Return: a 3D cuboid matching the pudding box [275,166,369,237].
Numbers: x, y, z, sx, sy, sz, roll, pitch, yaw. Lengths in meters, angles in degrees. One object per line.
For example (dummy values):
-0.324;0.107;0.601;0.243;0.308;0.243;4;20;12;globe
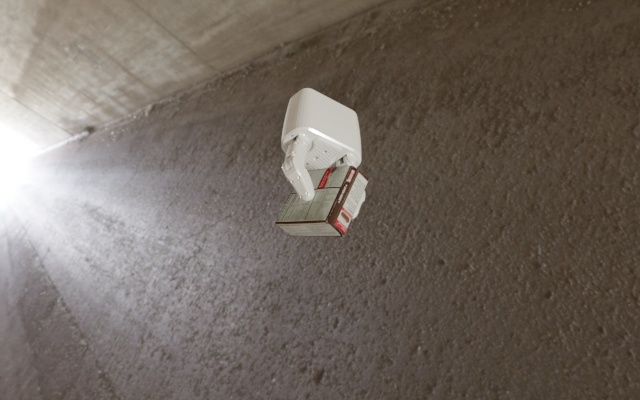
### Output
0.000;0.002;0.637;0.039;0.090;0.113;39;-26;-30;pudding box
